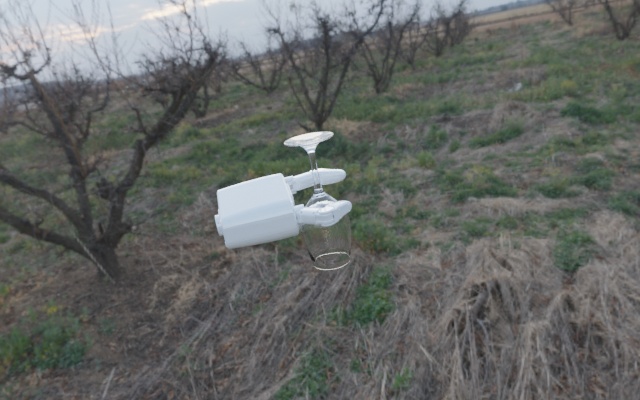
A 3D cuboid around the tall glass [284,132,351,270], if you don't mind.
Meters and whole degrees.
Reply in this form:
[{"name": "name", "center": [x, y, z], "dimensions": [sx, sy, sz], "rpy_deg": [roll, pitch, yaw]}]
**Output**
[{"name": "tall glass", "center": [0.000, 0.002, 0.724], "dimensions": [0.079, 0.201, 0.079], "rpy_deg": [-10, 18, 3]}]
